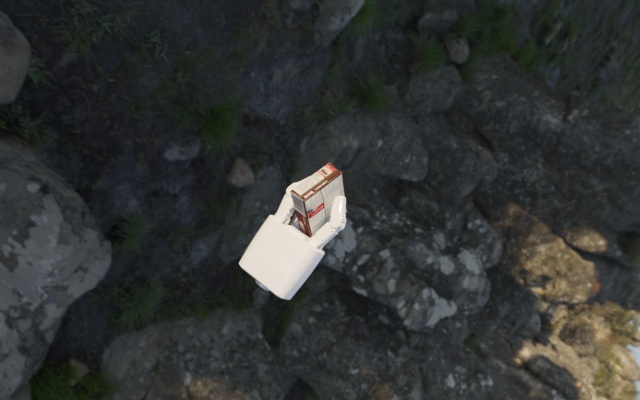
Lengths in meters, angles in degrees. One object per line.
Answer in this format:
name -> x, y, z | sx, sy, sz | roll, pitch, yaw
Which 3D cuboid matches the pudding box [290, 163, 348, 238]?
pudding box -> 0.000, 0.003, 0.837 | 0.090, 0.114, 0.039 | -38, 56, -21
